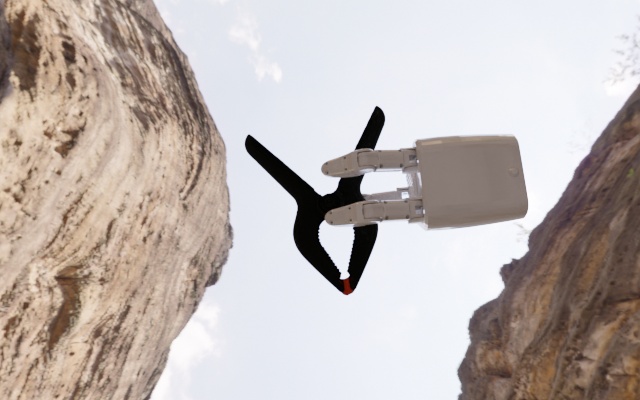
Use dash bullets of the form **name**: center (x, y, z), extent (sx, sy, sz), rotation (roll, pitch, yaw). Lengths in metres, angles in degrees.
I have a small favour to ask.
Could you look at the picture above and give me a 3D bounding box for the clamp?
- **clamp**: center (0.000, 0.002, 0.537), extent (0.164, 0.210, 0.036), rotation (-6, -10, 5)
